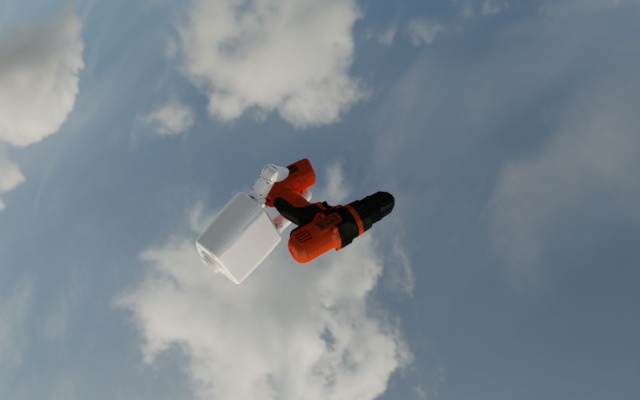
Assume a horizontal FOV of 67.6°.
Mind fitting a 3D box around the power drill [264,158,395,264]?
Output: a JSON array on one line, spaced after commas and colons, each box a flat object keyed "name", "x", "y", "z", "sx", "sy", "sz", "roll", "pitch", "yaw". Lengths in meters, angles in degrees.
[{"name": "power drill", "x": 0.000, "y": 0.002, "z": 0.768, "sx": 0.184, "sy": 0.057, "sz": 0.187, "roll": -27, "pitch": 41, "yaw": -19}]
